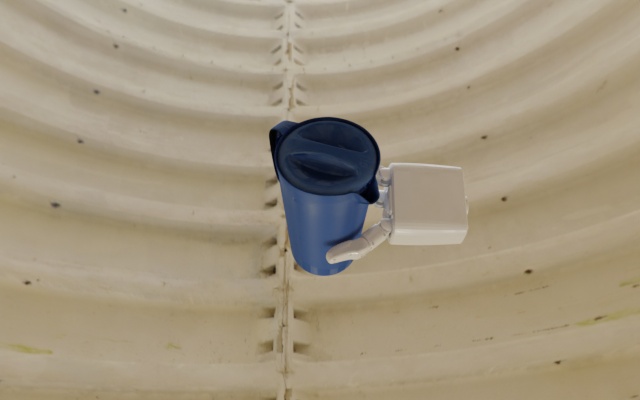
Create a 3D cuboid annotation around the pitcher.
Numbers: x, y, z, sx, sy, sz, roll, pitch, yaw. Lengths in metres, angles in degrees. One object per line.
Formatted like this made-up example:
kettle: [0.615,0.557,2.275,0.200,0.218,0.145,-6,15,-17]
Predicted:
pitcher: [0.000,0.002,0.693,0.145,0.149,0.243,0,-36,-2]
